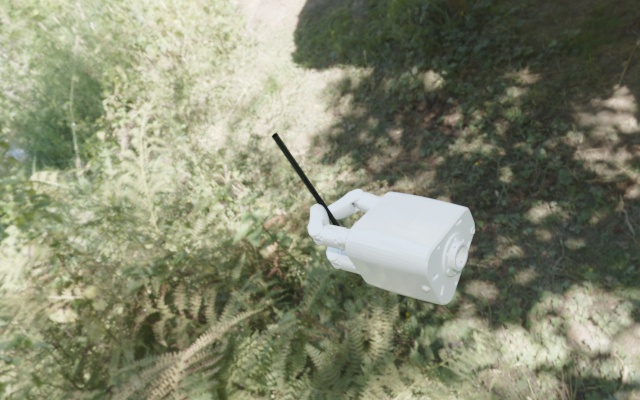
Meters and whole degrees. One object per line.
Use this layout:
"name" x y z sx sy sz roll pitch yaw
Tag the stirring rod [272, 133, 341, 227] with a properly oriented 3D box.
"stirring rod" 0.000 0.002 0.621 0.011 0.011 0.240 0 -39 34
